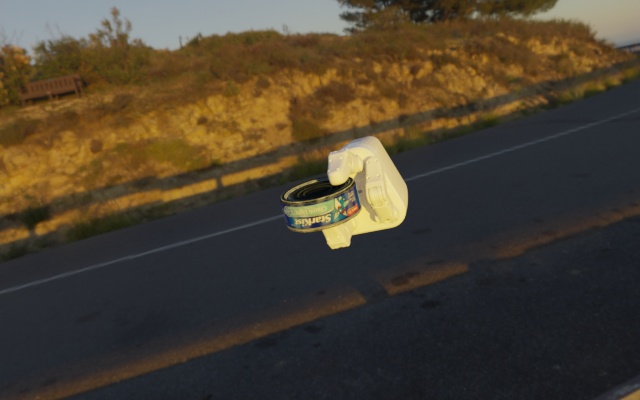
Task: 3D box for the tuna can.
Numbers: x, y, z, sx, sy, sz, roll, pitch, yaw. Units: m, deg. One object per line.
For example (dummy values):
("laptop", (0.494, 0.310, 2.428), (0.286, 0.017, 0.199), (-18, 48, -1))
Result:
("tuna can", (0.000, 0.001, 0.522), (0.086, 0.034, 0.086), (-13, 17, 4))
